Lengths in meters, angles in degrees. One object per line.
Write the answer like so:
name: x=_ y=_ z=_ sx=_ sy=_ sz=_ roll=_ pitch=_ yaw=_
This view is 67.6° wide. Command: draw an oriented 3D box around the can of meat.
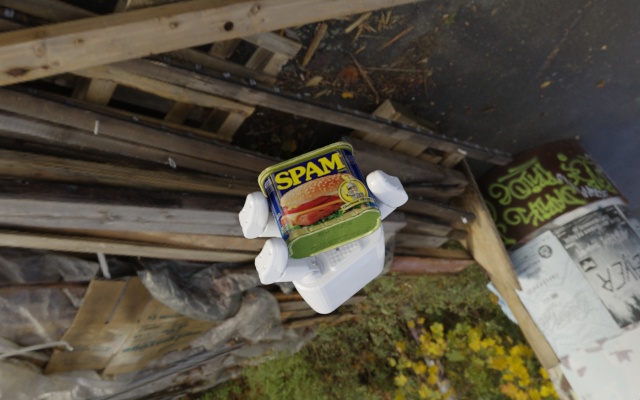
can of meat: x=0.000 y=0.002 z=0.473 sx=0.102 sy=0.084 sz=0.057 roll=-20 pitch=-30 yaw=-5
